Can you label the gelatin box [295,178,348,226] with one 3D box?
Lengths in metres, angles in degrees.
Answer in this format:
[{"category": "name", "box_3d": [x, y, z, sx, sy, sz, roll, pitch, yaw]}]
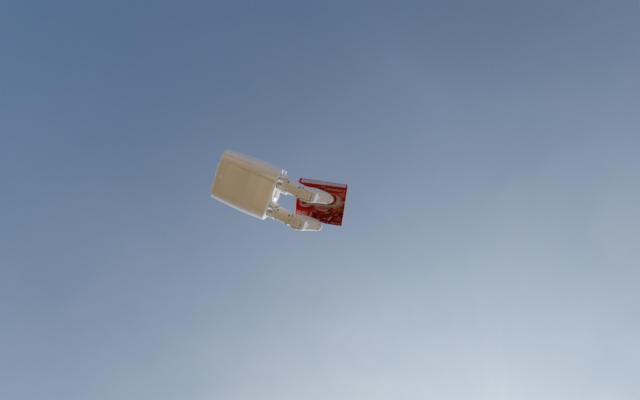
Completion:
[{"category": "gelatin box", "box_3d": [0.001, 0.003, 0.862, 0.089, 0.073, 0.030, 8, 18, 1]}]
